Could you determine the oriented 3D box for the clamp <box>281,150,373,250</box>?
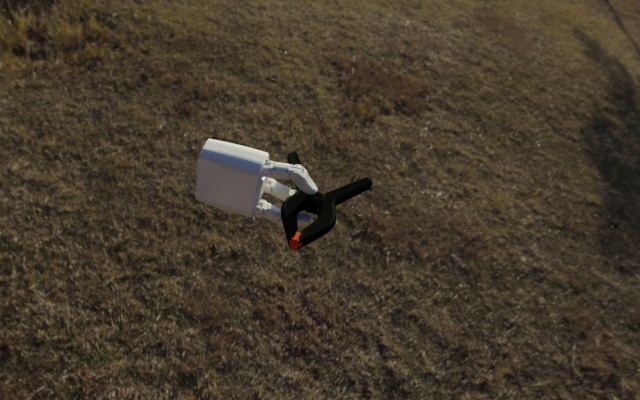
[{"bbox_3d":[0.000,0.002,0.825,0.164,0.209,0.036,14,-43,2],"label":"clamp"}]
